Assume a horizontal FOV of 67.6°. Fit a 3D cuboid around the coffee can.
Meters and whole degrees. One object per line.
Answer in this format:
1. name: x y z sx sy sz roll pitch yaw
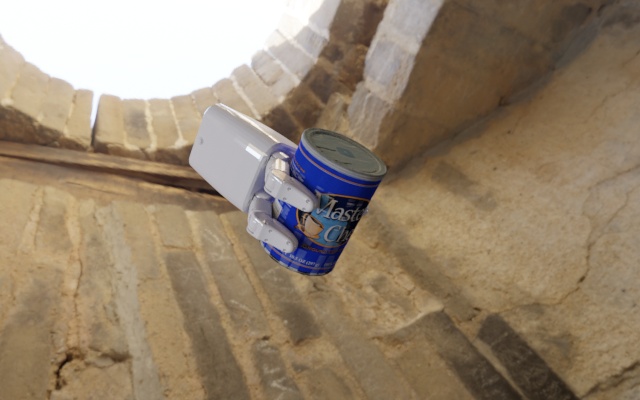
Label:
1. coffee can: 0.000 0.002 0.556 0.103 0.140 0.102 21 25 -11
